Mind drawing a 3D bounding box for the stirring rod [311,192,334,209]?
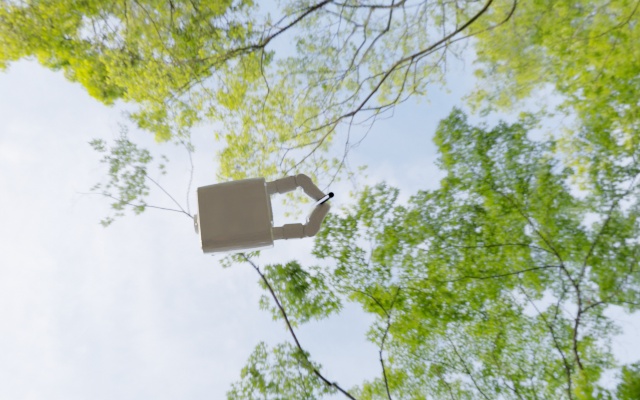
[{"bbox_3d":[0.000,0.002,0.723,0.011,0.011,0.239,0,-5,-7],"label":"stirring rod"}]
